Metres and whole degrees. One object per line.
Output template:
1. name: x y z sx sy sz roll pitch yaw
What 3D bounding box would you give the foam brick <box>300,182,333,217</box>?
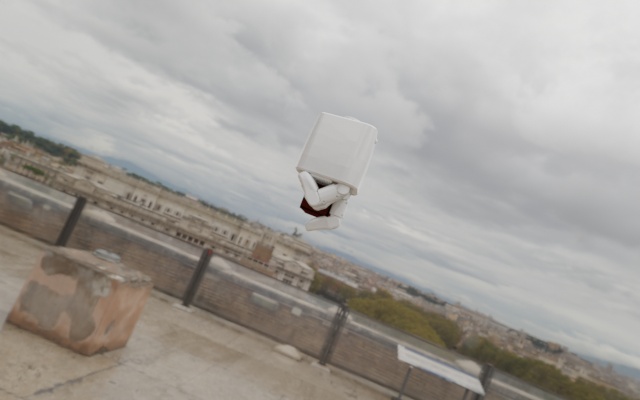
1. foam brick: 0.000 0.003 0.848 0.053 0.051 0.078 21 -6 7
